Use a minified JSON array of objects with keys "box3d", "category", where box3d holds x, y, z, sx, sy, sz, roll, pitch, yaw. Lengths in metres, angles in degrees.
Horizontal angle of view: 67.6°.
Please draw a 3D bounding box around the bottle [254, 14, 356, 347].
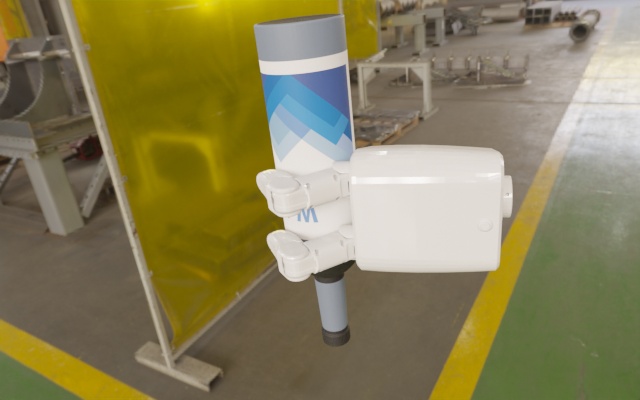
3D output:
[{"box3d":[0.000,0.001,0.408,0.069,0.296,0.069,-6,24,3],"category":"bottle"}]
